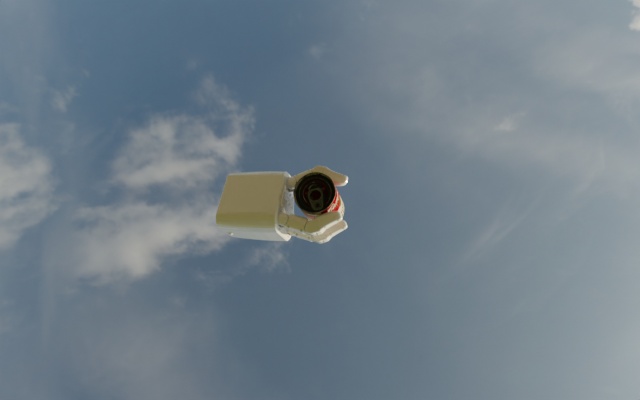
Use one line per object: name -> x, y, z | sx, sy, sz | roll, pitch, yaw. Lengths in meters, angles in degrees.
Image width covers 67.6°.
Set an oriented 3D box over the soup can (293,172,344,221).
soup can -> 0.001, 0.003, 0.794 | 0.068, 0.068, 0.102 | 0, -18, 12
